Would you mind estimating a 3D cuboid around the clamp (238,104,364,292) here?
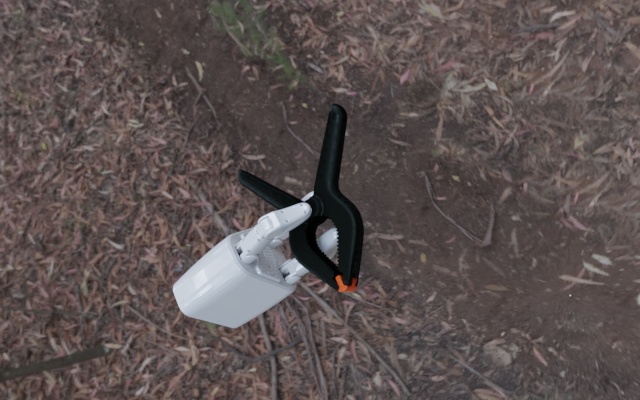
[{"bbox_3d":[0.000,0.002,0.550,0.164,0.210,0.036,-39,-25,21],"label":"clamp"}]
